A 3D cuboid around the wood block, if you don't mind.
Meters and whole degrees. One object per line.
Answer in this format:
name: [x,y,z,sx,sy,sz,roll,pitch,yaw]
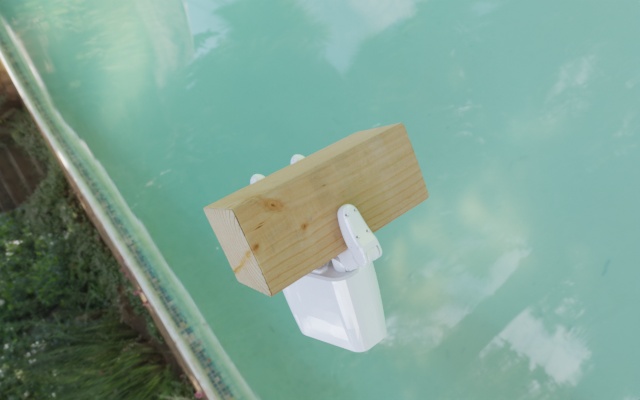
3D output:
wood block: [0.000,0.002,0.497,0.206,0.090,0.091,-29,15,-26]
